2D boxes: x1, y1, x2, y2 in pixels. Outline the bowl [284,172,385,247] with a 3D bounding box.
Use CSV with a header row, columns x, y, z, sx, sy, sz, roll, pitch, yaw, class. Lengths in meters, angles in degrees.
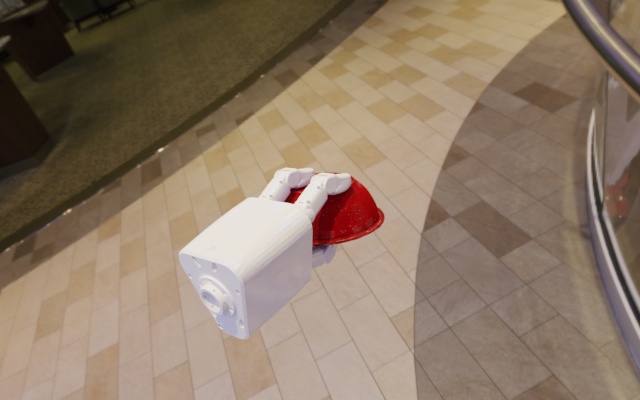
x,y,z,sx,sy,sz,roll,pitch,yaw,class
0.001,0.001,0.613,0.162,0.055,0.162,-5,18,2,bowl
